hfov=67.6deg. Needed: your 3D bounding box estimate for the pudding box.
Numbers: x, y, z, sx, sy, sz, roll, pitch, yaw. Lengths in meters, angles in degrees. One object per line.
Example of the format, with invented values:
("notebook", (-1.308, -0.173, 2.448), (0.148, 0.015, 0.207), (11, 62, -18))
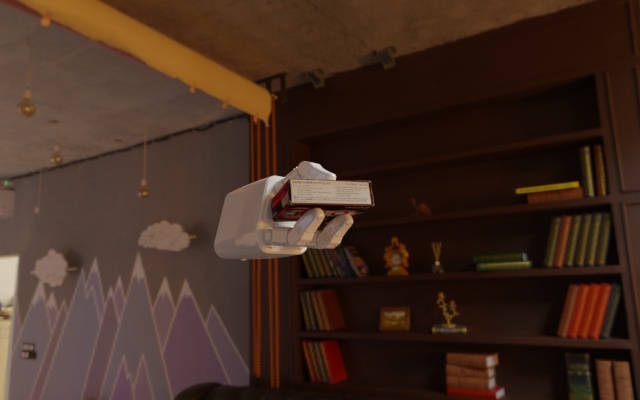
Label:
("pudding box", (0.000, 0.002, 0.624), (0.113, 0.039, 0.090), (-1, -14, -19))
